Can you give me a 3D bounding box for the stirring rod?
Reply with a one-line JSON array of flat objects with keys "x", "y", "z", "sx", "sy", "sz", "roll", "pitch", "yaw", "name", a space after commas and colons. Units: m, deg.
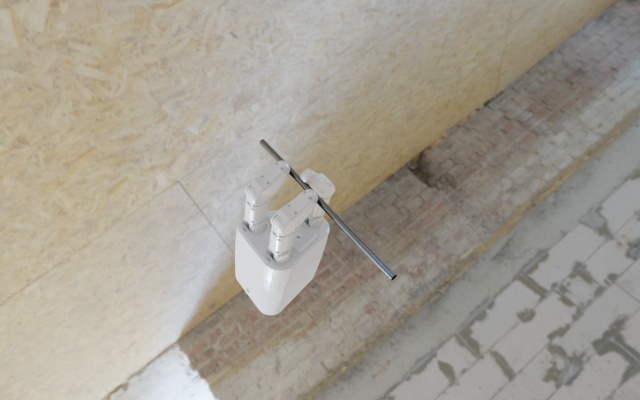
[{"x": 0.000, "y": 0.002, "z": 0.532, "sx": 0.011, "sy": 0.011, "sz": 0.239, "roll": 0, "pitch": 38, "yaw": -50, "name": "stirring rod"}]
